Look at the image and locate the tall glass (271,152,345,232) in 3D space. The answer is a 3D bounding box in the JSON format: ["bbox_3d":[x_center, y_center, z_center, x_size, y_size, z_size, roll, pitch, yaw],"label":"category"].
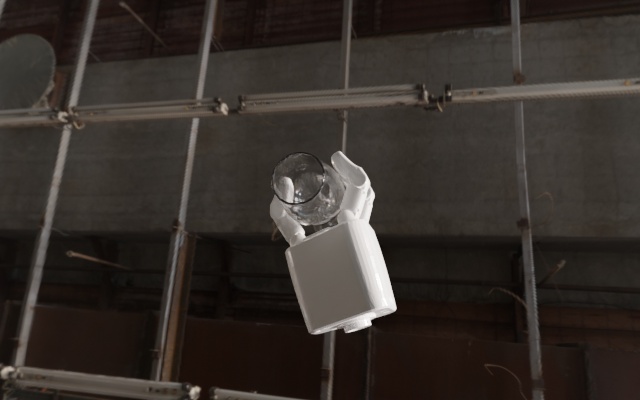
[{"bbox_3d":[0.000,0.002,0.615,0.079,0.079,0.201,0,-16,15],"label":"tall glass"}]
